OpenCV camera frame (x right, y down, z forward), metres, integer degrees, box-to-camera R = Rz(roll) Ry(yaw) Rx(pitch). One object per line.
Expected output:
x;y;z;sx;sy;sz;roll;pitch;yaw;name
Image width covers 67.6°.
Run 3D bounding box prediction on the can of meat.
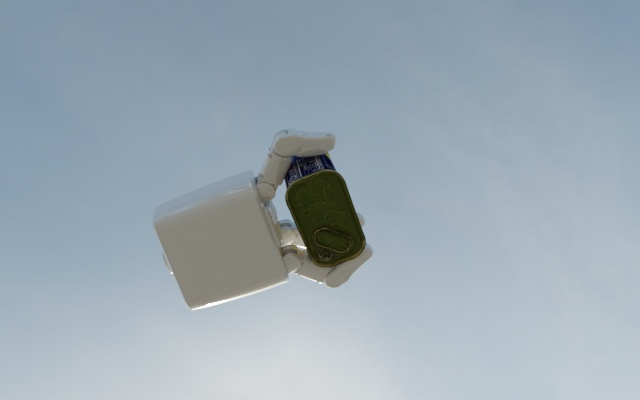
0.000;0.001;0.482;0.057;0.102;0.084;-21;28;1;can of meat
